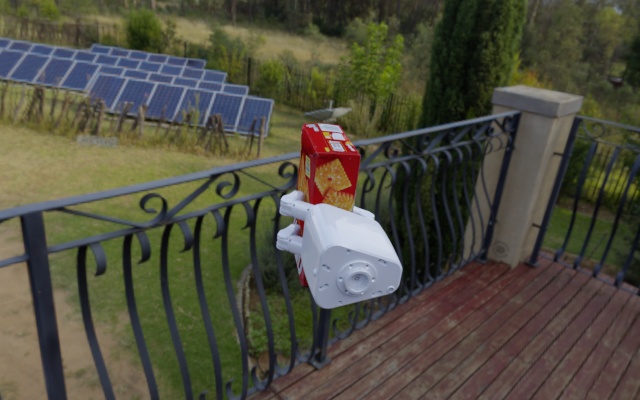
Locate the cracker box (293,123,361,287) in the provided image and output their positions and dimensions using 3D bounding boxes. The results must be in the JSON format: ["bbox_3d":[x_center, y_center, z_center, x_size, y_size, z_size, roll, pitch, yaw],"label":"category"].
[{"bbox_3d":[0.000,0.002,0.746,0.072,0.214,0.164,3,23,-10],"label":"cracker box"}]
